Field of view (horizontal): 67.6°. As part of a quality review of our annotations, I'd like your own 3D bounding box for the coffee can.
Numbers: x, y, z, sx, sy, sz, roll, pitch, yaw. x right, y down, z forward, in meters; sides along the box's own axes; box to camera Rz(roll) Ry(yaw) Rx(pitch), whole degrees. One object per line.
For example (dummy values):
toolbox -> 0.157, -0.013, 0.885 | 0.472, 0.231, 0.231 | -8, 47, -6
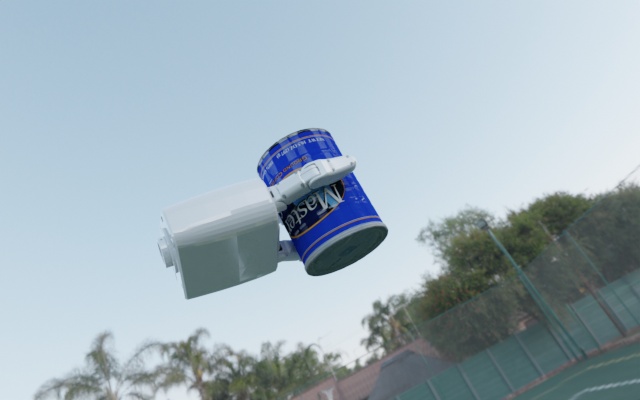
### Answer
coffee can -> 0.000, 0.002, 0.555 | 0.103, 0.140, 0.103 | -24, -24, -11
